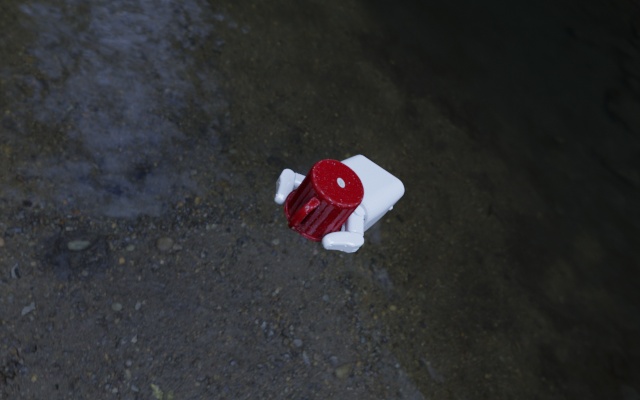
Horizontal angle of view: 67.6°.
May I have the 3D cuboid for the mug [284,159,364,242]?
[{"bbox_3d":[-0.001,0.003,0.649,0.117,0.093,0.081,-32,-14,-43],"label":"mug"}]
